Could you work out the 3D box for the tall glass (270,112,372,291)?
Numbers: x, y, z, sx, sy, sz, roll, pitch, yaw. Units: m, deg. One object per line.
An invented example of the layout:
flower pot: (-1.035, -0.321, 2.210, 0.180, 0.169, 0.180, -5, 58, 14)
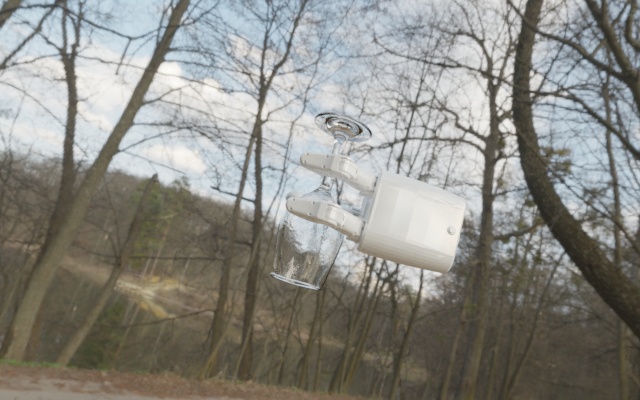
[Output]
tall glass: (0.000, 0.001, 0.567, 0.079, 0.201, 0.079, 16, -13, 4)
